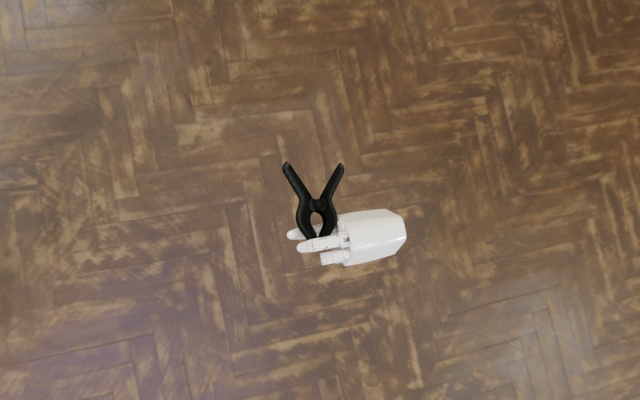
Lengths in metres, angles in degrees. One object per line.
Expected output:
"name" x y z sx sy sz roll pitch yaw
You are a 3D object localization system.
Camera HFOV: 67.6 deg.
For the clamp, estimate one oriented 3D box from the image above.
"clamp" 0.000 0.003 0.897 0.120 0.171 0.039 -10 -6 -12
